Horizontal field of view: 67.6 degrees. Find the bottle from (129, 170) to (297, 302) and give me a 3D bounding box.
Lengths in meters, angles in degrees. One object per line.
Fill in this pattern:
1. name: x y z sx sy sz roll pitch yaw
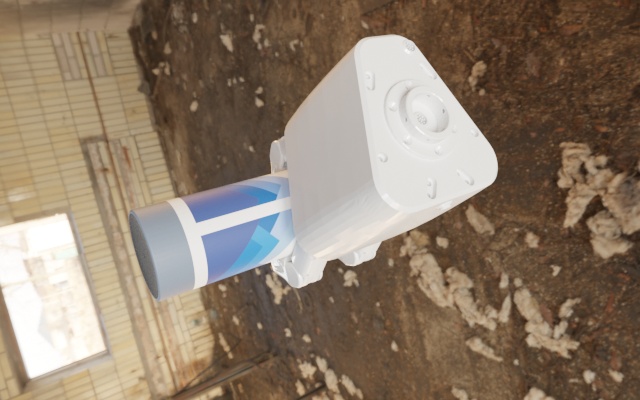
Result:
1. bottle: 0.000 0.001 0.402 0.295 0.069 0.069 -17 8 -29
